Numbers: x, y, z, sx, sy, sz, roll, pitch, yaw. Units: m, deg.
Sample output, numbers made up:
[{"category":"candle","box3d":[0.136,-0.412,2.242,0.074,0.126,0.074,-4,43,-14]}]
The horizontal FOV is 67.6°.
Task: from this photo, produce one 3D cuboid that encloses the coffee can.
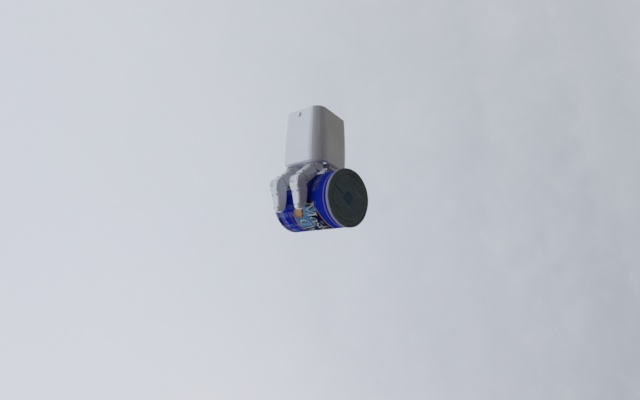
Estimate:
[{"category":"coffee can","box3d":[0.000,0.003,0.863,0.103,0.103,0.140,0,-6,-45]}]
